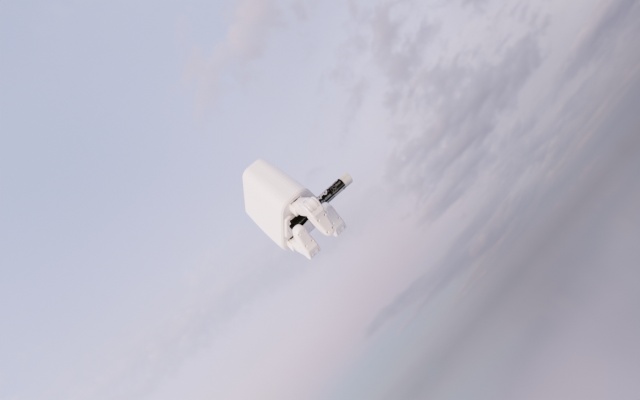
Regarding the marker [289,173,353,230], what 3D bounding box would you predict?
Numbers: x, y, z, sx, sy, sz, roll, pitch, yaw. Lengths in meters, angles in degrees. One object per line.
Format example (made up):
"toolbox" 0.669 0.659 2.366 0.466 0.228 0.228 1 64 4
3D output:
"marker" 0.000 0.002 0.716 0.121 0.020 0.020 -41 14 -17
